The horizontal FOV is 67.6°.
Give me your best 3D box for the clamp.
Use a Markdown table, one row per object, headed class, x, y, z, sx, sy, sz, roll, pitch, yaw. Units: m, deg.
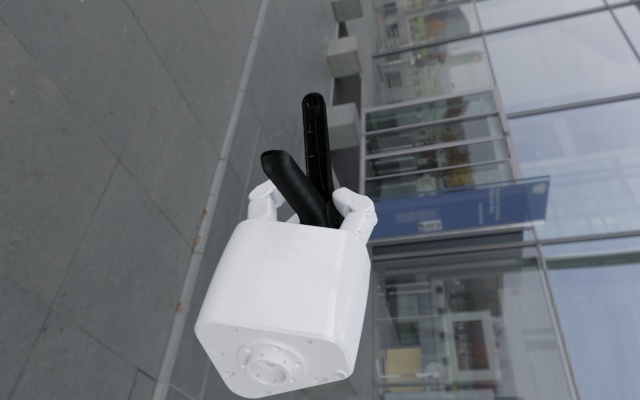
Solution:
| class | x | y | z | sx | sy | sz | roll | pitch | yaw |
| --- | --- | --- | --- | --- | --- | --- | --- | --- | --- |
| clamp | 0.001 | 0.002 | 0.488 | 0.036 | 0.210 | 0.164 | -6 | 35 | 17 |
